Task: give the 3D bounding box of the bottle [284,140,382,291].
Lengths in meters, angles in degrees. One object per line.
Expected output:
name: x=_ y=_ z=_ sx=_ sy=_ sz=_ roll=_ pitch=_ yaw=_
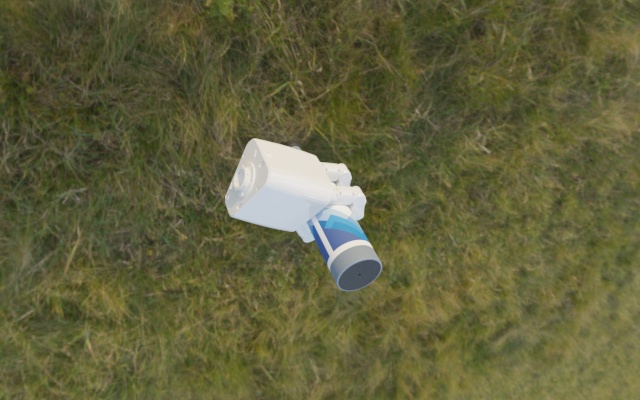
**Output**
bottle: x=0.000 y=0.003 z=0.731 sx=0.069 sy=0.069 sz=0.295 roll=0 pitch=41 yaw=-28
